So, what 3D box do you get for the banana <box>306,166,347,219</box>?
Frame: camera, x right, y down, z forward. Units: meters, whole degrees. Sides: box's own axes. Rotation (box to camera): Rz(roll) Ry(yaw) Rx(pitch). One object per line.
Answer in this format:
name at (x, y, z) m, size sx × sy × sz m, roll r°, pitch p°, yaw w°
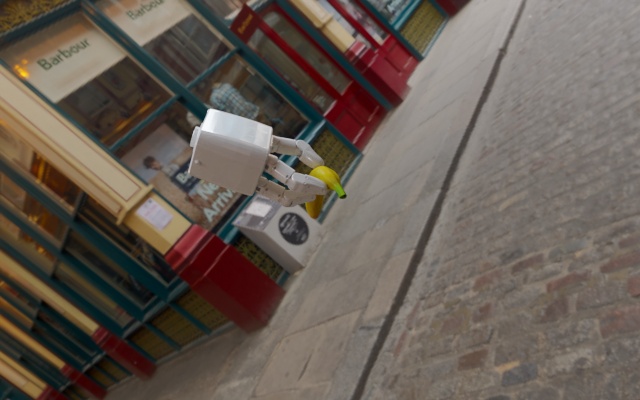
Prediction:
banana at (-0.002, -0.016, 0.808) m, size 0.037 × 0.069 × 0.198 m, roll -8°, pitch -9°, yaw -13°
